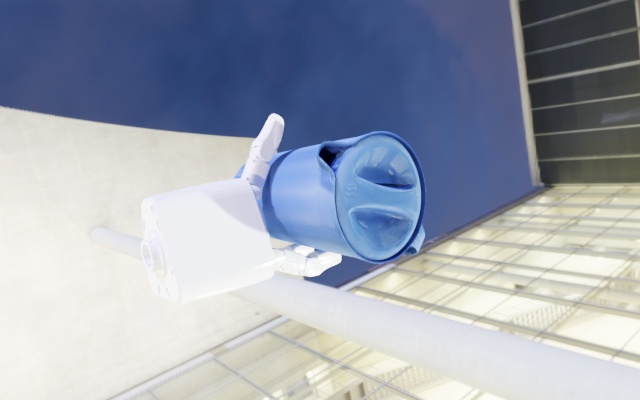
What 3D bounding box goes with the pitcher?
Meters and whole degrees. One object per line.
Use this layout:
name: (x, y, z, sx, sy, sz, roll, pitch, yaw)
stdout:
pitcher: (0.000, 0.002, 0.574, 0.145, 0.149, 0.243, -15, 10, -37)
